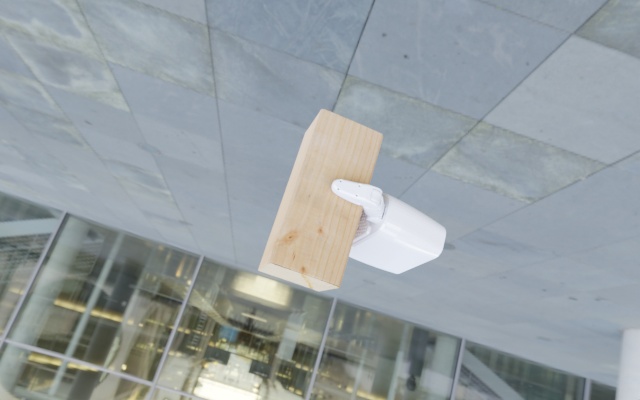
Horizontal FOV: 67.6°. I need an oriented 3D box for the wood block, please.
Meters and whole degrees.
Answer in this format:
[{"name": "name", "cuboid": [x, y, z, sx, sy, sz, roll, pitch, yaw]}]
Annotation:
[{"name": "wood block", "cuboid": [0.001, 0.002, 0.615, 0.090, 0.206, 0.091, 21, -18, -11]}]
